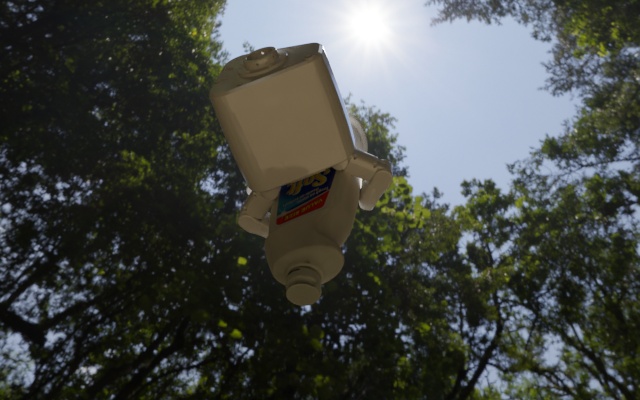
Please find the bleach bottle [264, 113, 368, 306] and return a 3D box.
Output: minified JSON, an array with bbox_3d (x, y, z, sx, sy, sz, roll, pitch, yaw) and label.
[{"bbox_3d":[0.000,0.002,0.499,0.102,0.068,0.250,-12,36,13],"label":"bleach bottle"}]
